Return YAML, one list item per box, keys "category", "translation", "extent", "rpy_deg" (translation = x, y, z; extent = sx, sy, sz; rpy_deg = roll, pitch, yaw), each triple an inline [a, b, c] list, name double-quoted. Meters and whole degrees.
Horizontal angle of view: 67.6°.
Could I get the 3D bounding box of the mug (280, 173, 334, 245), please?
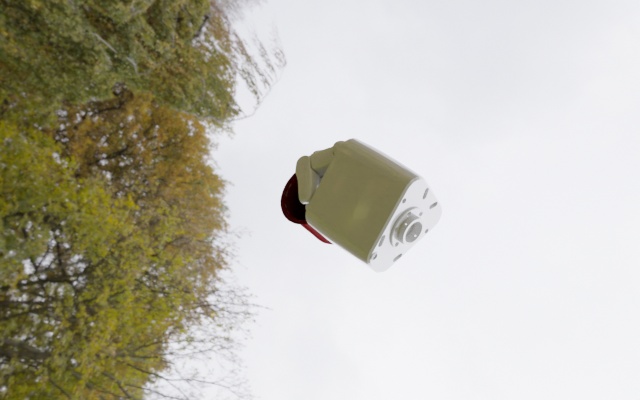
- category: "mug"
  translation: [-0.001, 0.002, 0.645]
  extent: [0.117, 0.093, 0.081]
  rpy_deg: [37, -5, 43]
